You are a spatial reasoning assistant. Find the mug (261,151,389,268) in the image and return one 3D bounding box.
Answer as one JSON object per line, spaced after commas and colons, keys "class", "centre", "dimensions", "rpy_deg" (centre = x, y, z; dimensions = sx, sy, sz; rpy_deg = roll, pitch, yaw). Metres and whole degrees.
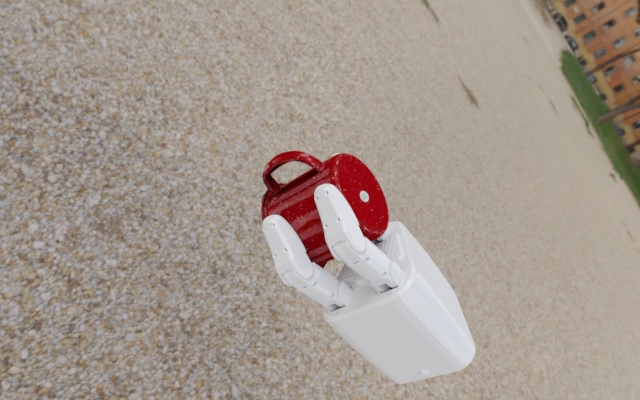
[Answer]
{"class": "mug", "centre": [-0.001, 0.000, 0.426], "dimensions": [0.081, 0.117, 0.093], "rpy_deg": [-29, 26, 31]}
